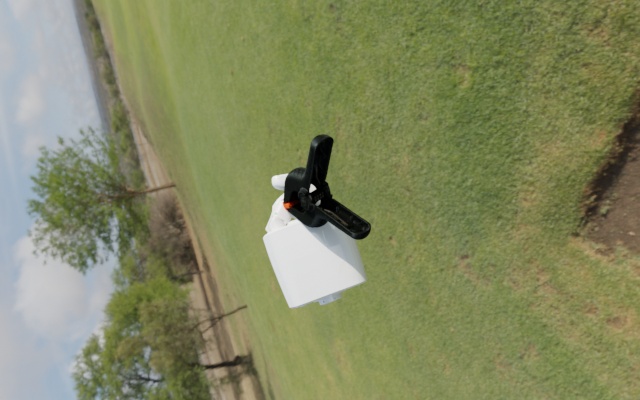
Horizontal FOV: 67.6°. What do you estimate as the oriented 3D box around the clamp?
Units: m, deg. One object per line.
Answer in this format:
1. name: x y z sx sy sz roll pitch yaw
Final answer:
1. clamp: -0.001 0.002 0.572 0.039 0.120 0.171 -20 -7 -21
